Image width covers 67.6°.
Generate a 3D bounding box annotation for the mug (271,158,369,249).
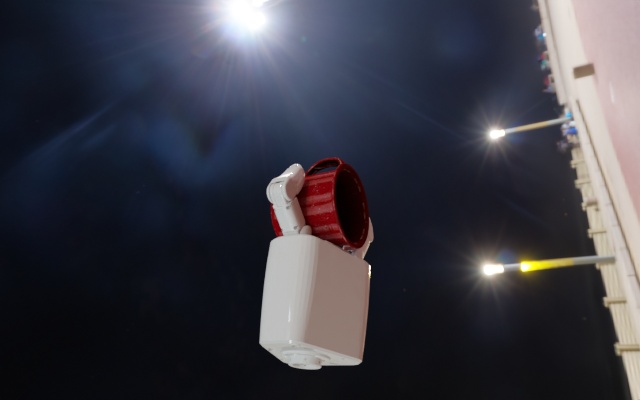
[{"bbox_3d":[0.000,0.000,0.535,0.081,0.117,0.093,-10,-34,26],"label":"mug"}]
